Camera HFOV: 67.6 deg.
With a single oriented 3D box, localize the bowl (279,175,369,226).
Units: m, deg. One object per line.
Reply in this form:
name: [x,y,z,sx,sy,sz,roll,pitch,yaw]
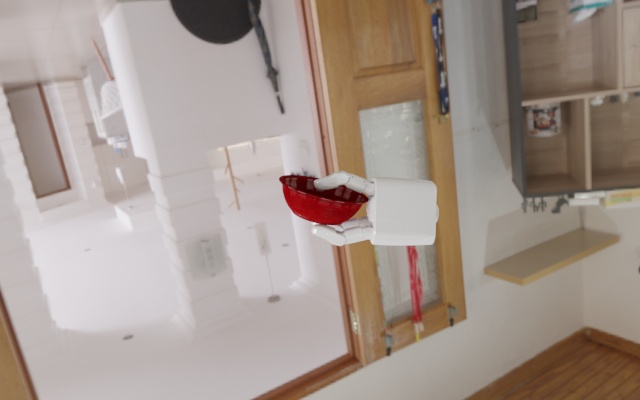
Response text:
bowl: [-0.001,0.003,0.841,0.162,0.055,0.162,13,13,-3]
